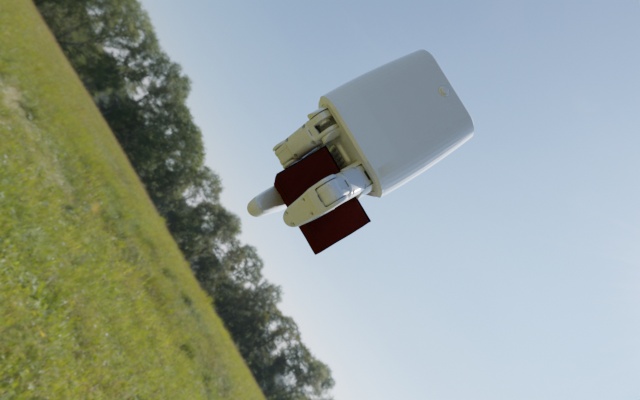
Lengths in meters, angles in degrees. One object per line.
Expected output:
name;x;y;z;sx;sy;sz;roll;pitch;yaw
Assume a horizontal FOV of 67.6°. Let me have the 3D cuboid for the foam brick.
foam brick;0.000;0.002;0.422;0.051;0.078;0.053;-30;-3;-11
